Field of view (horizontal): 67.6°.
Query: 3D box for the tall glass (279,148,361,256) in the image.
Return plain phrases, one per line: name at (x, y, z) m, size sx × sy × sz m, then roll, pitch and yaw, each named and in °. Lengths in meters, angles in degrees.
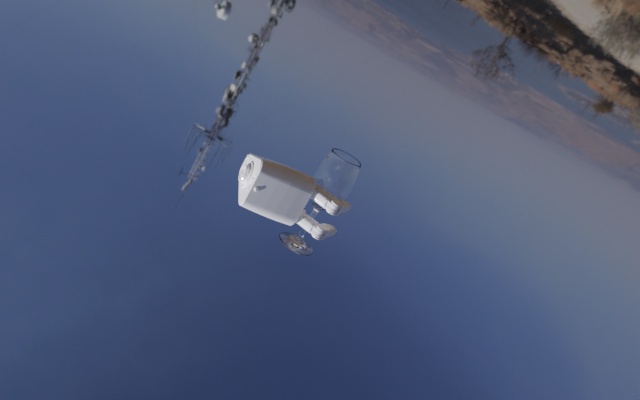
tall glass at (0.000, 0.004, 0.894) m, size 0.079 × 0.201 × 0.079 m, roll 27°, pitch 18°, yaw -10°
